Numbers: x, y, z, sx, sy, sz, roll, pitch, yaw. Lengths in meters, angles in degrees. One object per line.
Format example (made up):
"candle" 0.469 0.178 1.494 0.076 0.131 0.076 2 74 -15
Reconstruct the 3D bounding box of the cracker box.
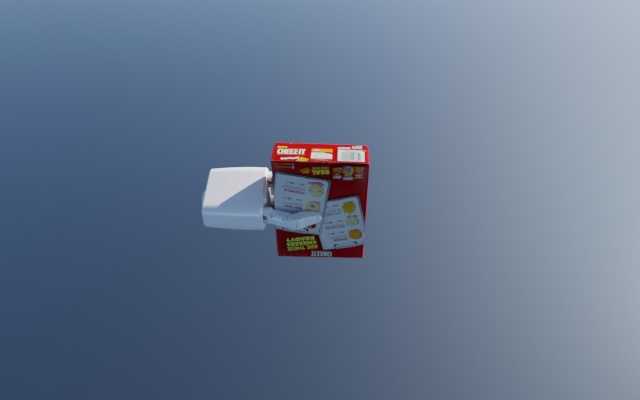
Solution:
"cracker box" 0.000 0.003 0.859 0.164 0.214 0.072 1 37 2
